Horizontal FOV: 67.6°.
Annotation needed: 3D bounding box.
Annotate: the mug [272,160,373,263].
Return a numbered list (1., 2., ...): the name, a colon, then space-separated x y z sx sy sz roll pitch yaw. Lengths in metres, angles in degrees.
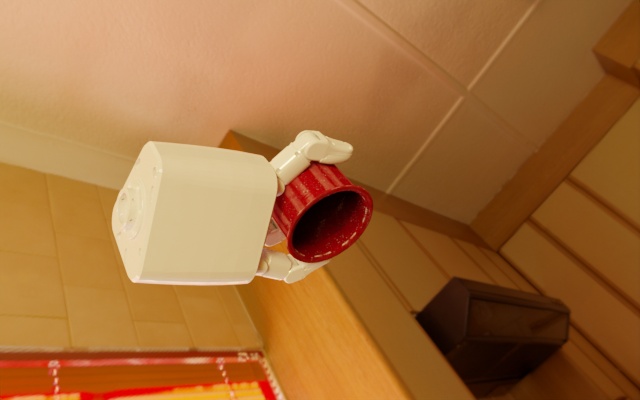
1. mug: 0.001 0.002 0.479 0.117 0.093 0.081 8 32 -42
